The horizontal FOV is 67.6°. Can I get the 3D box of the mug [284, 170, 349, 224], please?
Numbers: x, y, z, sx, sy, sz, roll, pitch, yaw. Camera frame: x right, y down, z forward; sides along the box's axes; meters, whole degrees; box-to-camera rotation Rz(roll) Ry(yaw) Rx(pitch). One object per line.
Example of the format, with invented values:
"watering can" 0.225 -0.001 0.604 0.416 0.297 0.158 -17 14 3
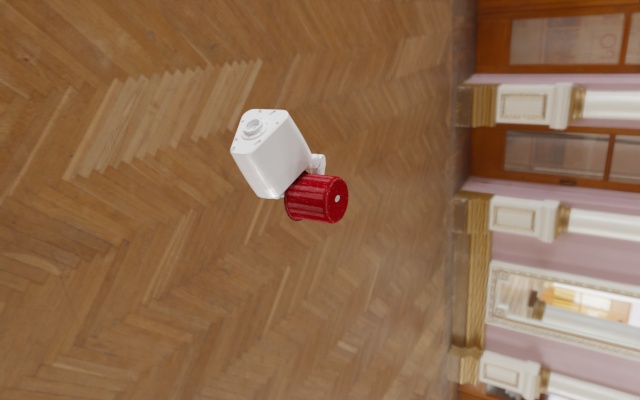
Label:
"mug" 0.001 0.004 0.840 0.081 0.093 0.117 8 -34 31
